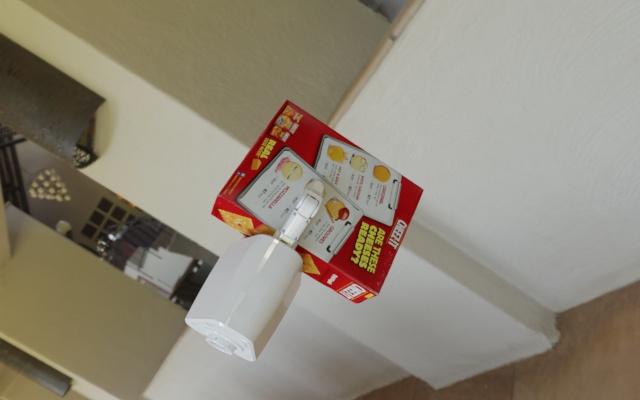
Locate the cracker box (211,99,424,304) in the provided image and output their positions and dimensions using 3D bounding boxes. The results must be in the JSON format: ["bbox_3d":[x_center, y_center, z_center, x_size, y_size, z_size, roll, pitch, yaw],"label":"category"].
[{"bbox_3d":[0.000,0.002,0.595,0.214,0.164,0.072,33,-29,-6],"label":"cracker box"}]
